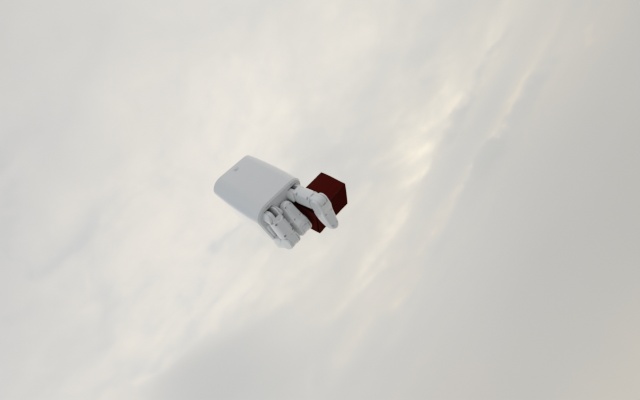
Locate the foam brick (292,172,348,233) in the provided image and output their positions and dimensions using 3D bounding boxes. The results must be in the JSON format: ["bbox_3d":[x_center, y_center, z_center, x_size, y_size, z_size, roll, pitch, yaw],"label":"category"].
[{"bbox_3d":[0.000,0.002,0.771,0.051,0.053,0.078,28,57,28],"label":"foam brick"}]
